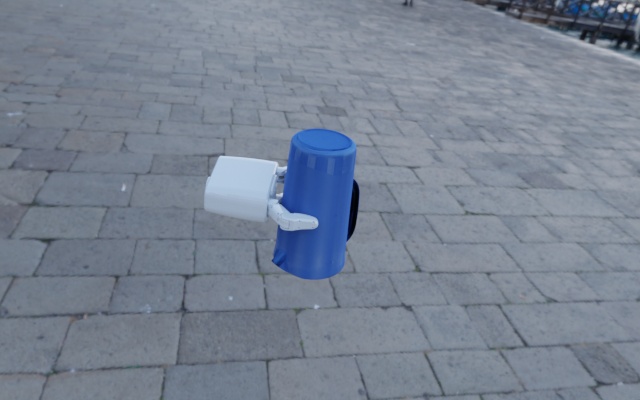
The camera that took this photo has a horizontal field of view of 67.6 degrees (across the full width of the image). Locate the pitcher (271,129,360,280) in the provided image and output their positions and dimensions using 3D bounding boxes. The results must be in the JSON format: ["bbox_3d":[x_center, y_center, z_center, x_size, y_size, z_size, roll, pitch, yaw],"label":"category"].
[{"bbox_3d":[0.000,0.003,0.834,0.145,0.243,0.149,9,29,1],"label":"pitcher"}]
